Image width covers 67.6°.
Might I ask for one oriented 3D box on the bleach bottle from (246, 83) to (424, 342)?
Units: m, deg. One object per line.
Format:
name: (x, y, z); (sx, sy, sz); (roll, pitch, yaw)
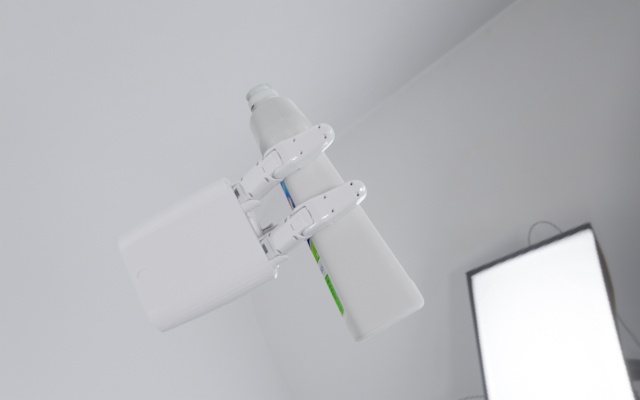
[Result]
bleach bottle: (0.000, 0.001, 0.440); (0.068, 0.250, 0.102); (-28, -17, -5)
